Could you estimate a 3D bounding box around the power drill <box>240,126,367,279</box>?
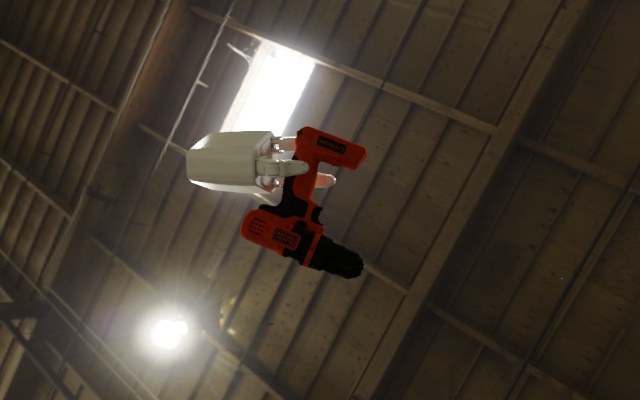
[{"bbox_3d":[0.000,0.002,0.684,0.184,0.187,0.057,22,-8,0],"label":"power drill"}]
